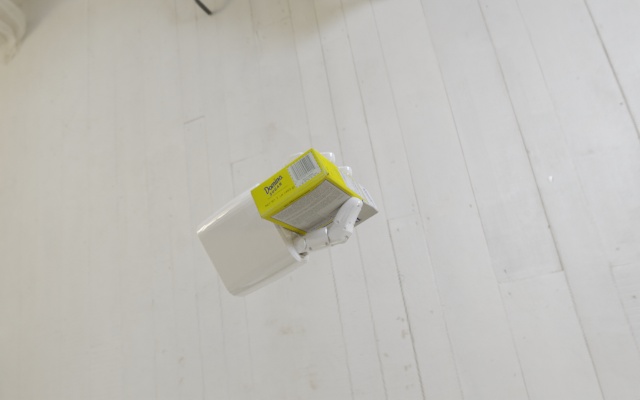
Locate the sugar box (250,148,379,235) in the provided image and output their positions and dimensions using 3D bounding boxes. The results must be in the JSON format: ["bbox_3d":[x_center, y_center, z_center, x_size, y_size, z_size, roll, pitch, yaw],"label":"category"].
[{"bbox_3d":[0.000,0.002,0.603,0.093,0.048,0.176,-33,-24,14],"label":"sugar box"}]
